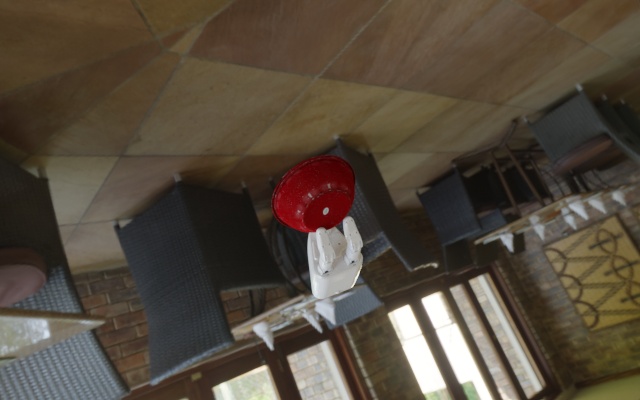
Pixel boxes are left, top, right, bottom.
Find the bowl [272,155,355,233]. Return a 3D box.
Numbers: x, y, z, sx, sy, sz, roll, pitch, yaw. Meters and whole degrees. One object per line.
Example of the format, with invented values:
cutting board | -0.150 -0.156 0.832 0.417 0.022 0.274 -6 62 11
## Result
bowl | 0.000 0.002 0.825 0.162 0.162 0.055 0 37 -31
